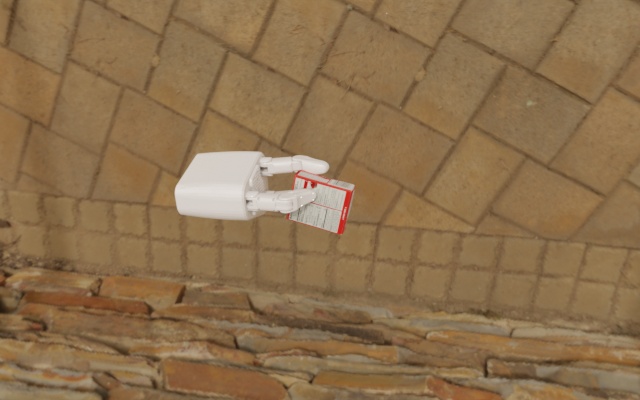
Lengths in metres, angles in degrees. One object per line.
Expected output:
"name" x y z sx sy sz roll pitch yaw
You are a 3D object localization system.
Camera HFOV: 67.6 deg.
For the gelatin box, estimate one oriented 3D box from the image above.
"gelatin box" 0.000 0.003 0.701 0.089 0.073 0.030 16 25 10
